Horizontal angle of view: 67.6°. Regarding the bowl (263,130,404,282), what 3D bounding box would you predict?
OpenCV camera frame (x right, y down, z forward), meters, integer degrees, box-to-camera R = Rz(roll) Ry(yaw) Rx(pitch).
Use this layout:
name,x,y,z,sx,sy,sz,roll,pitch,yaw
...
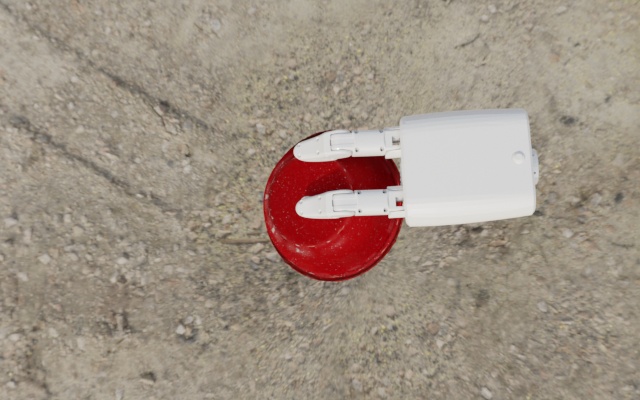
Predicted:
name,x,y,z,sx,sy,sz,roll,pitch,yaw
bowl,-0.001,0.002,0.483,0.162,0.162,0.055,0,-6,25
